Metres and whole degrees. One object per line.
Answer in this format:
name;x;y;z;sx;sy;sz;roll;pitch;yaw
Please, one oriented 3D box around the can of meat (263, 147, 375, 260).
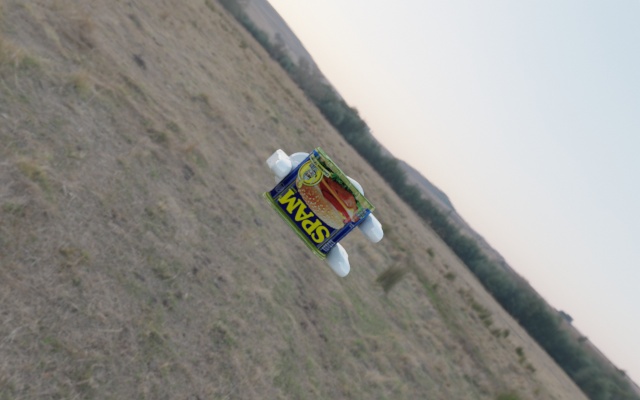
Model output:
can of meat;0.000;0.002;0.549;0.084;0.102;0.057;-42;-3;5
